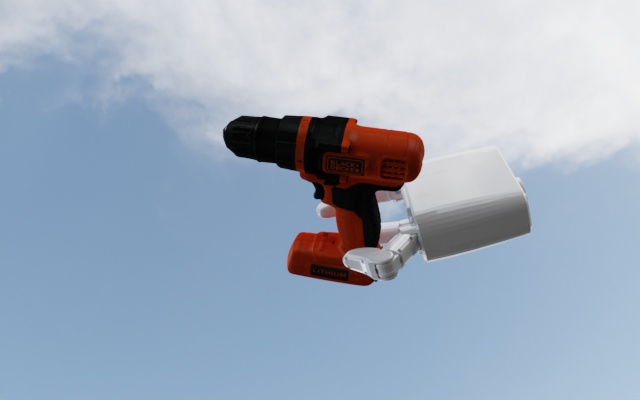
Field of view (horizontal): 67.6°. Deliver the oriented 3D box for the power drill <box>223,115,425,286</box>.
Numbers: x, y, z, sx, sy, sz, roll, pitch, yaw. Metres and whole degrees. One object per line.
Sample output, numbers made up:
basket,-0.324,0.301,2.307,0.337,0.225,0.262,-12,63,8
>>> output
power drill,0.000,0.002,0.479,0.184,0.188,0.057,9,44,10
